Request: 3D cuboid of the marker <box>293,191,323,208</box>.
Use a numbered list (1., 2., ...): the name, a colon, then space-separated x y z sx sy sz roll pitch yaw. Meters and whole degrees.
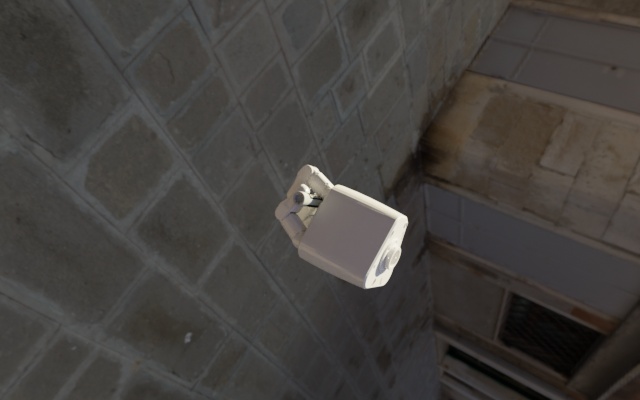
1. marker: 0.000 0.002 0.675 0.020 0.020 0.121 0 -5 28
